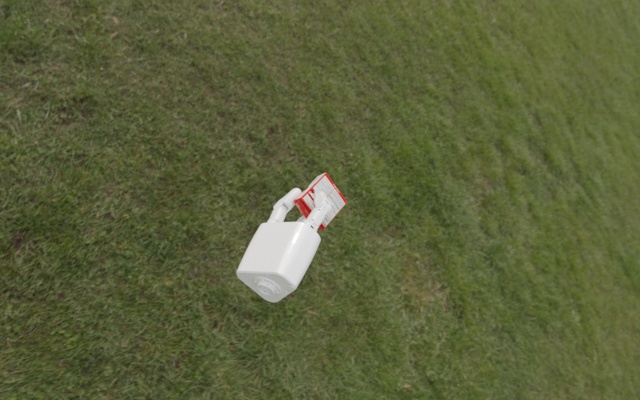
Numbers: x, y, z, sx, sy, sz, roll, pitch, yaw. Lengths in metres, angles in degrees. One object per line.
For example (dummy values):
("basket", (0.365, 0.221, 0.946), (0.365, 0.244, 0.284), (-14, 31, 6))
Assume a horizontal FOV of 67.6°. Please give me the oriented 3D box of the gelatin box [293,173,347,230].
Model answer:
("gelatin box", (0.001, 0.003, 0.894), (0.030, 0.073, 0.089), (-22, 20, 48))
